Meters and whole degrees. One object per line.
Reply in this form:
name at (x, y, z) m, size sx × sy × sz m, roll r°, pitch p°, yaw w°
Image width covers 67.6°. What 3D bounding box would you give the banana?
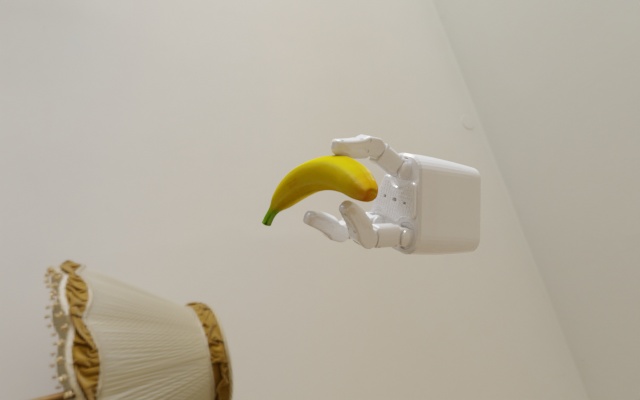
banana at (0.000, -0.016, 0.517) m, size 0.037 × 0.069 × 0.198 m, roll 15°, pitch -18°, yaw -32°
